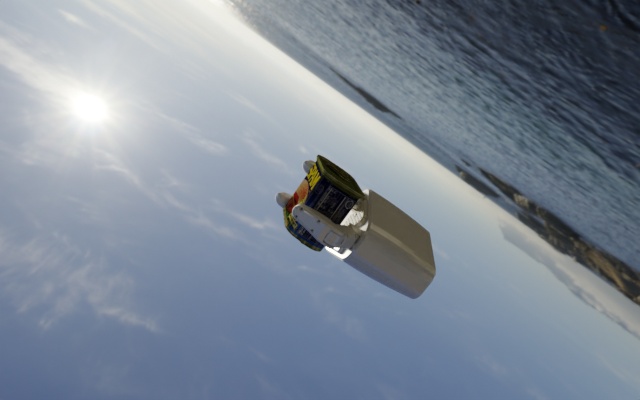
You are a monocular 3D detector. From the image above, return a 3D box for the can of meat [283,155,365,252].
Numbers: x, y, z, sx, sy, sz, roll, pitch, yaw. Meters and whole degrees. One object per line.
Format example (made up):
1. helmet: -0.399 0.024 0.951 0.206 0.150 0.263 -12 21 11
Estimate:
1. can of meat: 0.000 0.002 0.569 0.057 0.084 0.102 32 12 -15
